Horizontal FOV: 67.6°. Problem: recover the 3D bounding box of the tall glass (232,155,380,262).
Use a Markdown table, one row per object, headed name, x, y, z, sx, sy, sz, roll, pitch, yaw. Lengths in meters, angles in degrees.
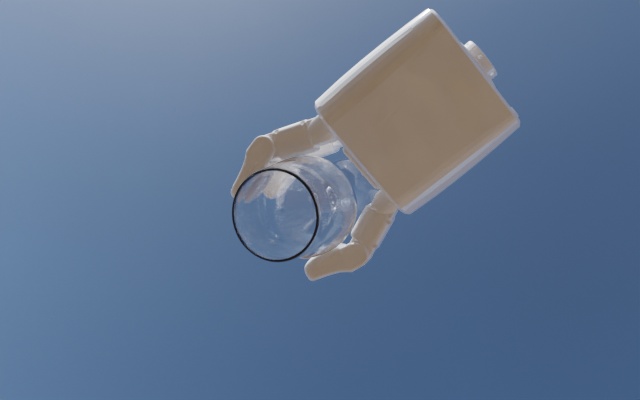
| name | x | y | z | sx | sy | sz | roll | pitch | yaw |
| --- | --- | --- | --- | --- | --- | --- | --- | --- | --- |
| tall glass | 0.000 | 0.001 | 0.403 | 0.079 | 0.079 | 0.201 | 0 | 5 | 18 |
